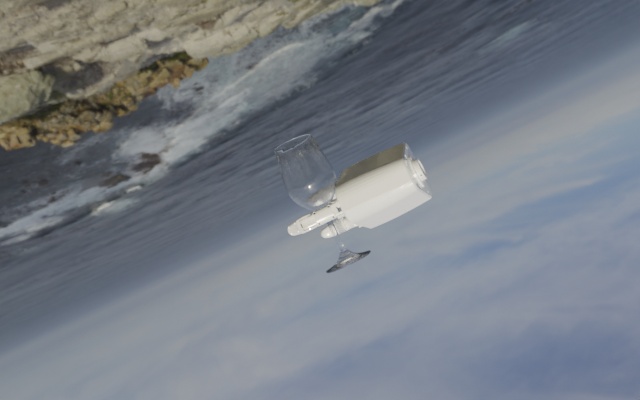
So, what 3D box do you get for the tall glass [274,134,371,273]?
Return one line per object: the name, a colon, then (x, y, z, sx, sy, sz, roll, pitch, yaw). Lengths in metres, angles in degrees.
tall glass: (0.000, 0.003, 0.718, 0.079, 0.201, 0.079, -26, -2, -1)
